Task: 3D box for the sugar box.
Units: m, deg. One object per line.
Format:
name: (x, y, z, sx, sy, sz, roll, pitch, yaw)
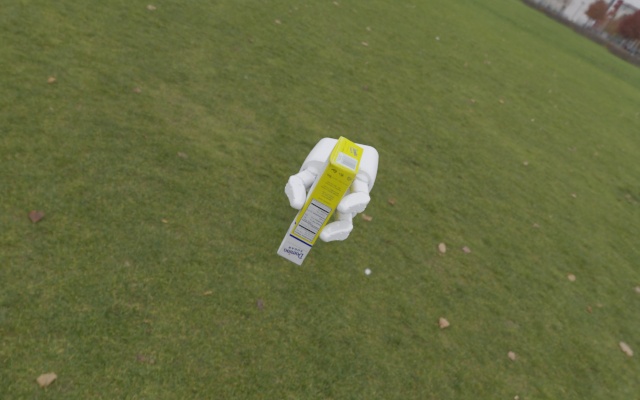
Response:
sugar box: (0.001, 0.002, 0.696, 0.048, 0.176, 0.093, 27, 30, -2)
